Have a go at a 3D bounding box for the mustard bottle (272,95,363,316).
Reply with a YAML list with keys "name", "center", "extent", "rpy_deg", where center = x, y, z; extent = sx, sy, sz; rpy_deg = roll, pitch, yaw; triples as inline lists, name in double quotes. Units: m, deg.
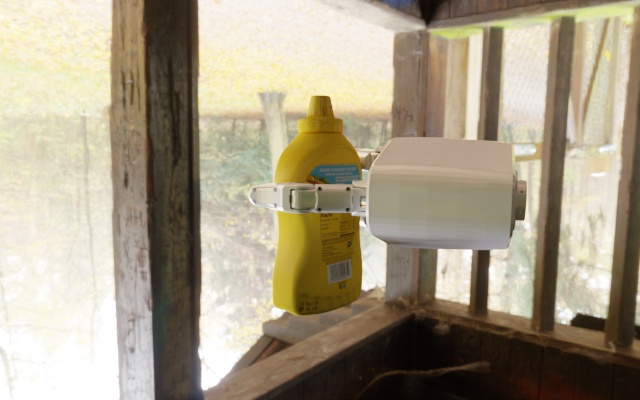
- name: "mustard bottle"
  center: [0.000, 0.002, 0.439]
  extent: [0.058, 0.191, 0.096]
  rpy_deg: [7, 9, 44]
